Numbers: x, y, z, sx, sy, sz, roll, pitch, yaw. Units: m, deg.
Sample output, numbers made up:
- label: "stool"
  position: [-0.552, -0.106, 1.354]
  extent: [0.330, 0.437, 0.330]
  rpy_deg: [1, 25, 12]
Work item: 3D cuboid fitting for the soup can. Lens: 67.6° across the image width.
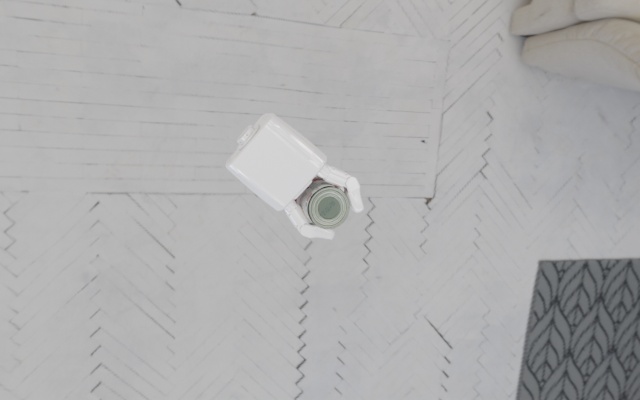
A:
- label: "soup can"
  position: [0.001, 0.003, 0.761]
  extent: [0.068, 0.068, 0.102]
  rpy_deg: [0, 10, -16]
